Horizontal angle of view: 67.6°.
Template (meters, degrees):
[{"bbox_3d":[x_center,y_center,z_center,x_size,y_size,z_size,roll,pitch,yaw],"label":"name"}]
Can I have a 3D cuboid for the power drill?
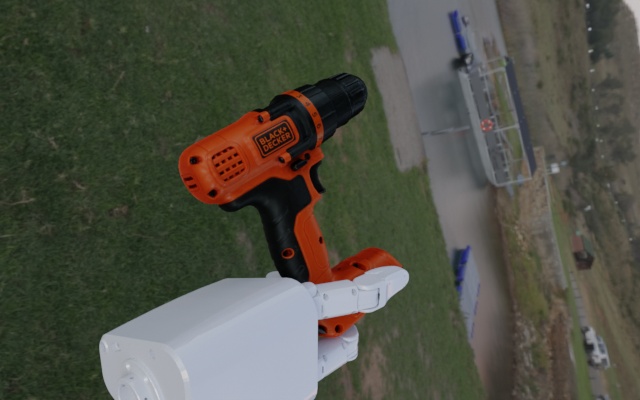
[{"bbox_3d":[0.000,0.002,0.400,0.184,0.188,0.057,-34,14,-30],"label":"power drill"}]
